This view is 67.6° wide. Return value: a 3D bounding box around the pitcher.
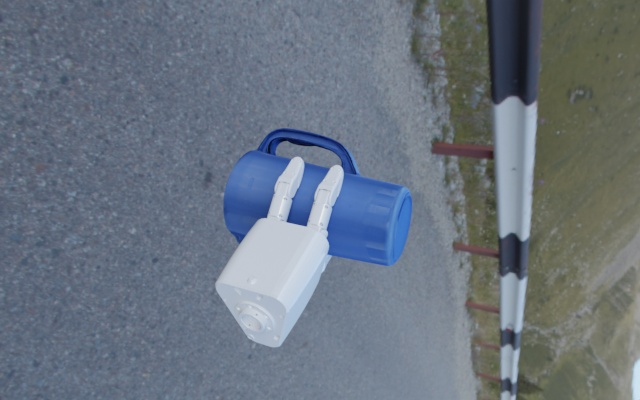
[{"bbox_3d":[0.000,0.002,0.668,0.243,0.149,0.145,11,41,21],"label":"pitcher"}]
